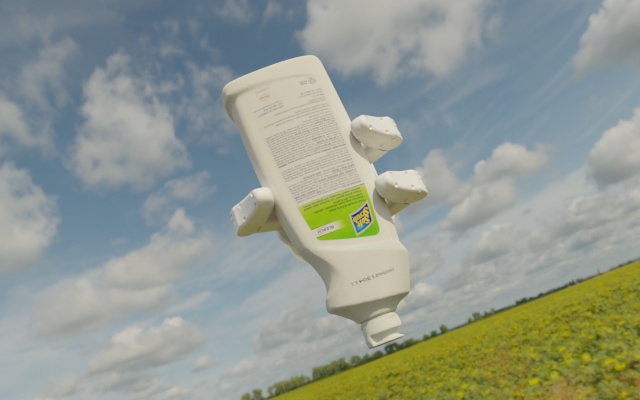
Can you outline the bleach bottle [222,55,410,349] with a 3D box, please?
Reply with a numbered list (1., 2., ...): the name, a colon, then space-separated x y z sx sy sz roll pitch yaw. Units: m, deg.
1. bleach bottle: 0.000 0.001 0.405 0.102 0.250 0.068 -21 -20 -1
